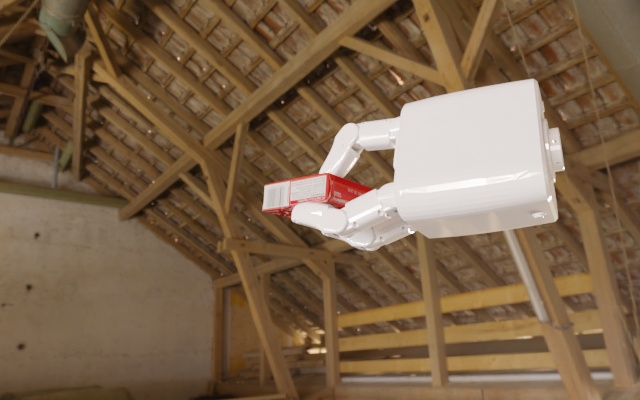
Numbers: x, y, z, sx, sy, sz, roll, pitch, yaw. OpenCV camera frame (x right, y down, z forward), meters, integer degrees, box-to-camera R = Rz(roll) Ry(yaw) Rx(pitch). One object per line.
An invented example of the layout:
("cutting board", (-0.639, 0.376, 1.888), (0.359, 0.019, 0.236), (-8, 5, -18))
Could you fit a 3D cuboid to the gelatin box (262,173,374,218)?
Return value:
("gelatin box", (0.000, 0.001, 0.461), (0.089, 0.030, 0.073), (-8, -18, 42))
